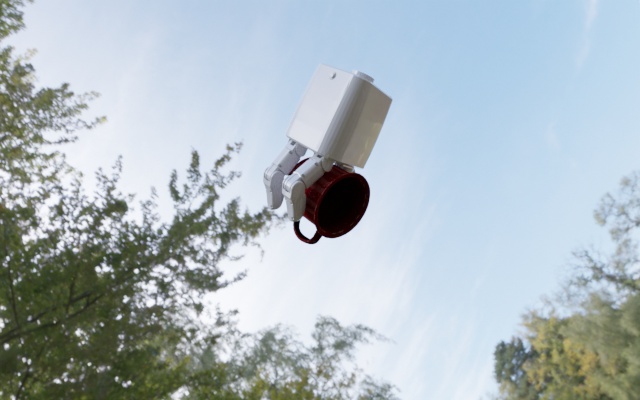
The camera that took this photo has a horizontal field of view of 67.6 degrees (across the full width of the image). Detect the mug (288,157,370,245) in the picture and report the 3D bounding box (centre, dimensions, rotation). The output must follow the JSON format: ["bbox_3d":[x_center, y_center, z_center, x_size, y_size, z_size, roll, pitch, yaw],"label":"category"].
[{"bbox_3d":[-0.001,0.003,0.639,0.093,0.117,0.081,17,13,-46],"label":"mug"}]
